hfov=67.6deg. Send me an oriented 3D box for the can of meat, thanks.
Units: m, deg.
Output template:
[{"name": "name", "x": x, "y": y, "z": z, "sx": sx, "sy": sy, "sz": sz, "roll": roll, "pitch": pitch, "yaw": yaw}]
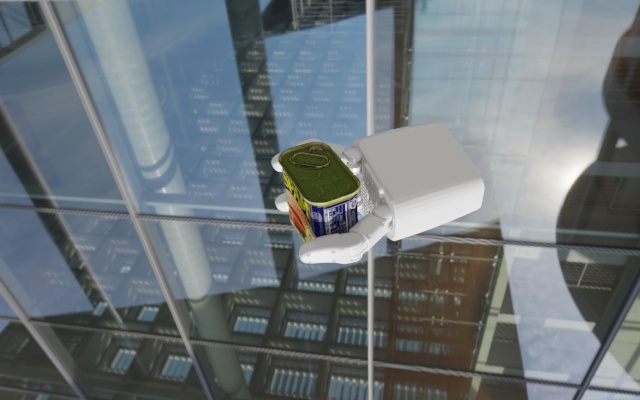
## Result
[{"name": "can of meat", "x": 0.000, "y": 0.002, "z": 0.494, "sx": 0.057, "sy": 0.084, "sz": 0.102, "roll": -19, "pitch": 41, "yaw": -16}]
